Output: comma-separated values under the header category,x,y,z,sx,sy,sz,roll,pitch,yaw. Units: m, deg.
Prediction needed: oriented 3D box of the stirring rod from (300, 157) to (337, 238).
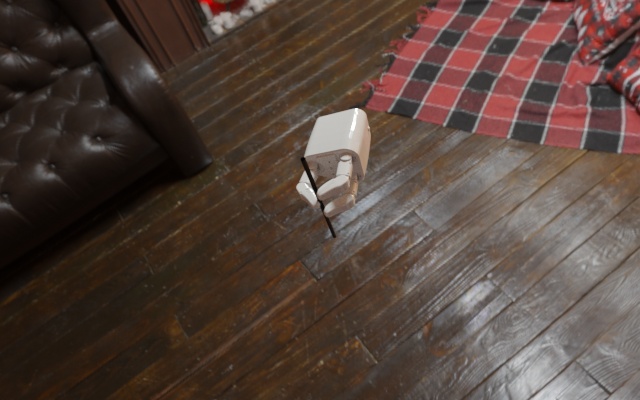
category,x,y,z,sx,sy,sz,roll,pitch,yaw
stirring rod,0.000,0.003,0.840,0.011,0.011,0.240,0,-34,16
